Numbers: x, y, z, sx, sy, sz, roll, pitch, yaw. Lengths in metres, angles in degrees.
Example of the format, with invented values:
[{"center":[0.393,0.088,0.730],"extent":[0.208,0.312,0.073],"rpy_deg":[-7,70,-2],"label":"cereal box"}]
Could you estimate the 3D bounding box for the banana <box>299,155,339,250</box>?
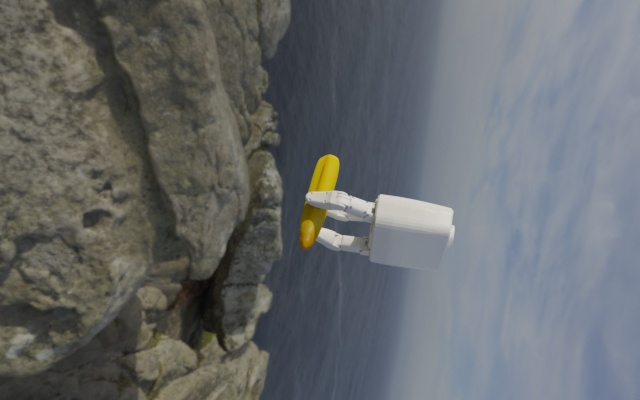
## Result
[{"center":[0.002,-0.014,0.733],"extent":[0.037,0.070,0.197],"rpy_deg":[11,42,5],"label":"banana"}]
